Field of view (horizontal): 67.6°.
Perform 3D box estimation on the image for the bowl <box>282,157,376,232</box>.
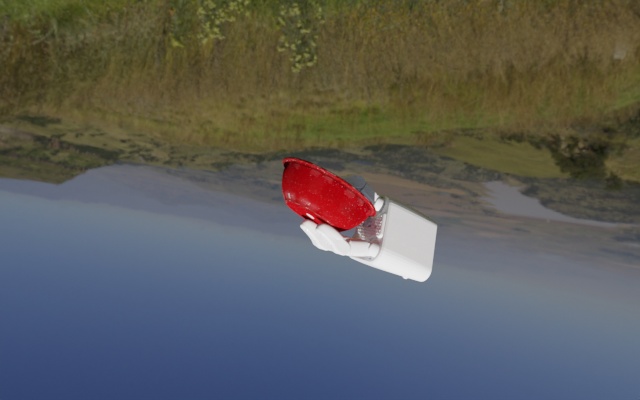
[{"bbox_3d":[-0.001,0.002,0.713,0.162,0.055,0.162,30,-12,7],"label":"bowl"}]
